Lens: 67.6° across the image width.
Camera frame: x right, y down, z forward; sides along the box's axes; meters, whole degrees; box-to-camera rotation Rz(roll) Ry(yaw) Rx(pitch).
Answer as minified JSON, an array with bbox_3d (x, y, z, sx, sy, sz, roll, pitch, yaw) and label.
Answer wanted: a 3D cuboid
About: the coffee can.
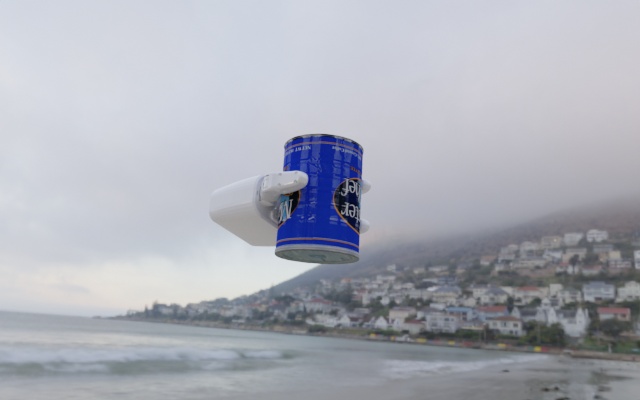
[{"bbox_3d":[0.000,0.002,0.592,0.103,0.140,0.103,3,-15,1],"label":"coffee can"}]
